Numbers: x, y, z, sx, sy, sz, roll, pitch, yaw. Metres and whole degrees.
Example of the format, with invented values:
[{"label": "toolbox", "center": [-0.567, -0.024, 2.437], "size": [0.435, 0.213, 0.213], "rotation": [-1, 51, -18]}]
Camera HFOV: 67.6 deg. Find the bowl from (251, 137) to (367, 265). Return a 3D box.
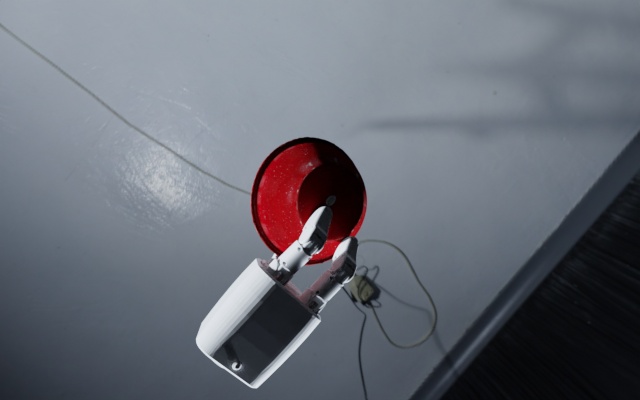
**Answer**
[{"label": "bowl", "center": [0.001, 0.001, 0.580], "size": [0.162, 0.162, 0.055], "rotation": [0, 2, -28]}]
